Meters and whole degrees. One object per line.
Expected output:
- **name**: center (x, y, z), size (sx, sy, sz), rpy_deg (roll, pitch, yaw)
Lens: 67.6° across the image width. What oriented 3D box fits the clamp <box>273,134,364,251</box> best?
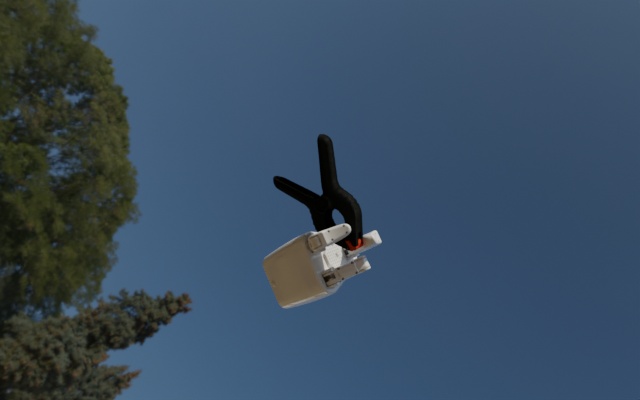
- **clamp**: center (0.001, 0.002, 0.705), size (0.120, 0.171, 0.039), rpy_deg (-30, -9, 39)
